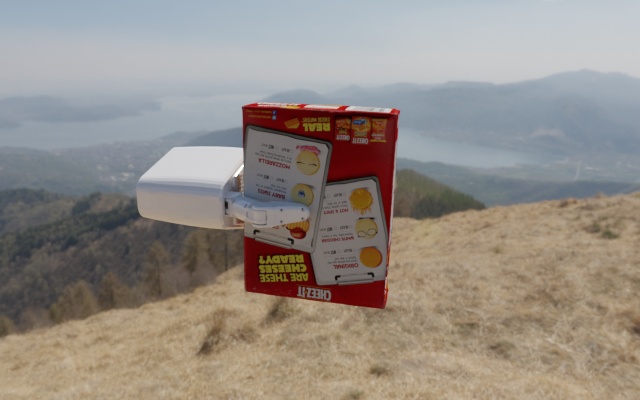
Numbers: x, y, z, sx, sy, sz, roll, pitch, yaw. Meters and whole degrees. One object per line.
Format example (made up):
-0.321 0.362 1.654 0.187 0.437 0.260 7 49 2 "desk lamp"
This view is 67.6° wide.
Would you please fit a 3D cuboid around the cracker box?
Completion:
0.000 0.002 0.536 0.164 0.214 0.072 5 16 12 "cracker box"
